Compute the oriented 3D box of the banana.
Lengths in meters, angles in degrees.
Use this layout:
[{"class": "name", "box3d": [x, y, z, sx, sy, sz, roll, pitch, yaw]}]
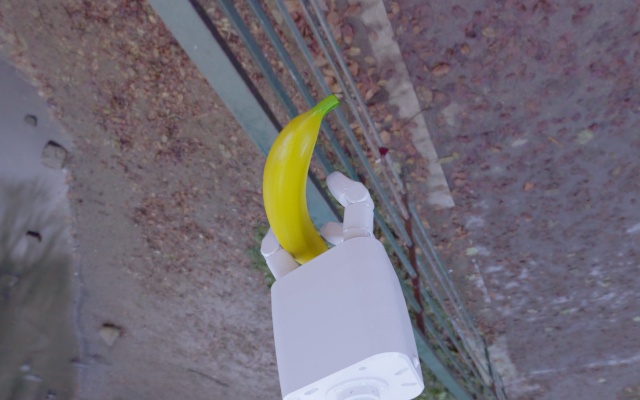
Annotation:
[{"class": "banana", "box3d": [-0.018, 0.001, 0.439, 0.069, 0.198, 0.037, -8, 41, -13]}]
